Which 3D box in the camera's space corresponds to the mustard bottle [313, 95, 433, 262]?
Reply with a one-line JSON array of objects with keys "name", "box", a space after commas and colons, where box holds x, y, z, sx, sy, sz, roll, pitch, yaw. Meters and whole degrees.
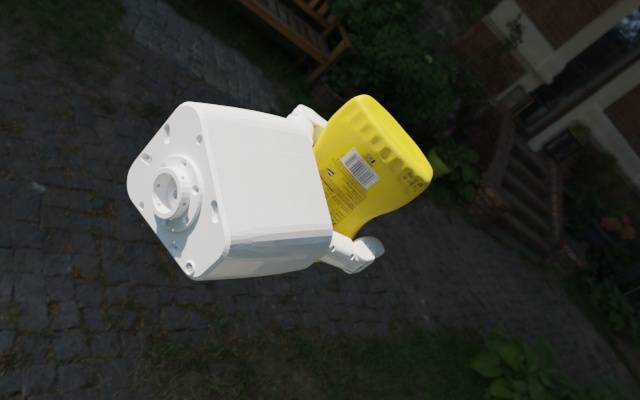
[{"name": "mustard bottle", "box": [0.000, 0.001, 0.436, 0.192, 0.096, 0.058, -41, 2, 28]}]
